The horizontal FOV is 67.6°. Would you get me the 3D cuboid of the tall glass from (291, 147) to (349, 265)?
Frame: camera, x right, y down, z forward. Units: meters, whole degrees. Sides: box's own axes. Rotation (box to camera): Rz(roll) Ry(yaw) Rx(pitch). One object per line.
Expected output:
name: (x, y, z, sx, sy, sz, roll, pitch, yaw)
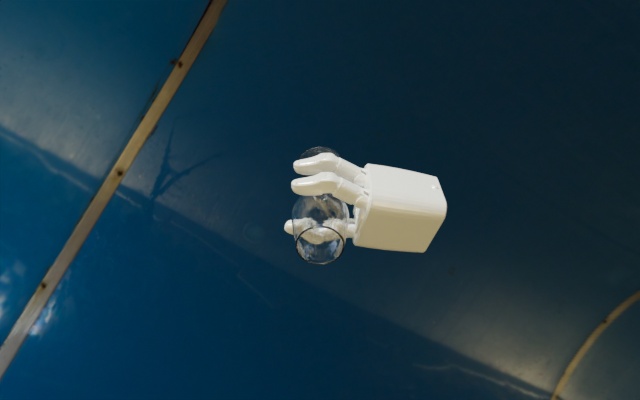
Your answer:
tall glass: (0.000, 0.002, 0.677, 0.079, 0.079, 0.201, 0, 34, 1)
